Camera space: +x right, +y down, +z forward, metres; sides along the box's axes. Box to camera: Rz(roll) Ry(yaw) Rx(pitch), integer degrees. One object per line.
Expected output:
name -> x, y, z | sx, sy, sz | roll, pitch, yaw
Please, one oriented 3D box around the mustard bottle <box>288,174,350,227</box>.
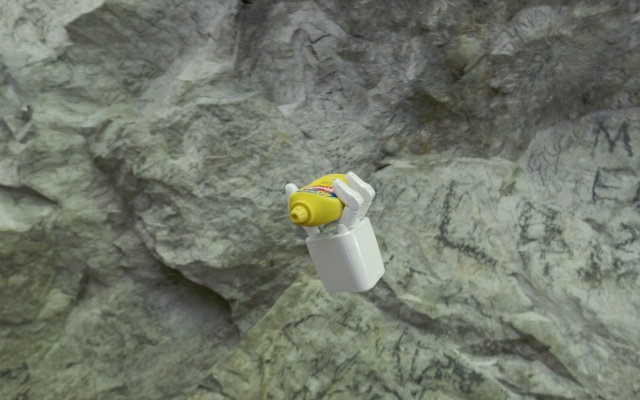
mustard bottle -> 0.000, 0.002, 0.813 | 0.096, 0.058, 0.191 | 10, 20, 23
